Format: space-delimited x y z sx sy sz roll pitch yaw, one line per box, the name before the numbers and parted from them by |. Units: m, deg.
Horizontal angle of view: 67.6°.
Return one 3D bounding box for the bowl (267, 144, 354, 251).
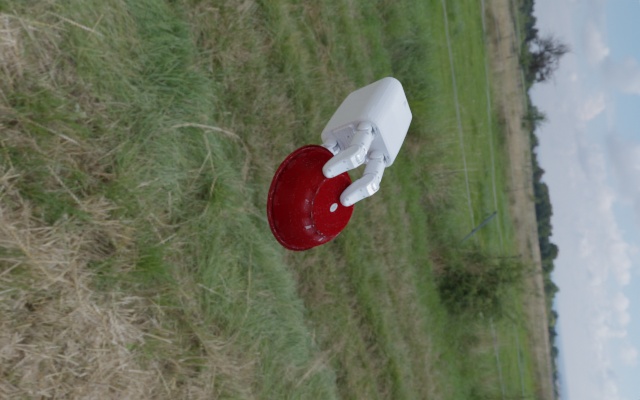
bowl | 0.000 0.003 0.693 0.055 0.162 0.162 16 11 42
